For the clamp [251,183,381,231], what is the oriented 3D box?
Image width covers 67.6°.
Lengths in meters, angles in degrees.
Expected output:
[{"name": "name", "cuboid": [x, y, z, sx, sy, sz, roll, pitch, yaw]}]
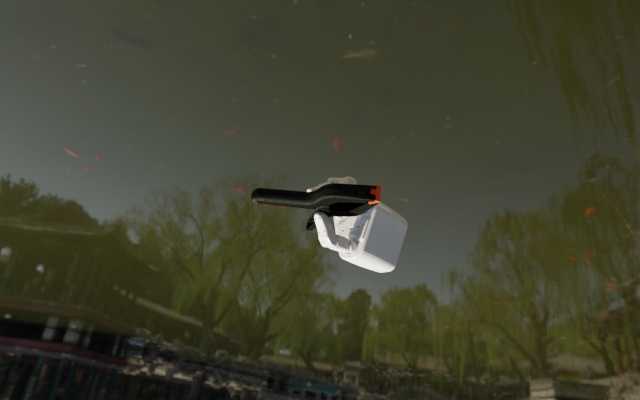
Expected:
[{"name": "clamp", "cuboid": [0.001, 0.003, 0.788, 0.210, 0.036, 0.164, -15, -30, 41]}]
